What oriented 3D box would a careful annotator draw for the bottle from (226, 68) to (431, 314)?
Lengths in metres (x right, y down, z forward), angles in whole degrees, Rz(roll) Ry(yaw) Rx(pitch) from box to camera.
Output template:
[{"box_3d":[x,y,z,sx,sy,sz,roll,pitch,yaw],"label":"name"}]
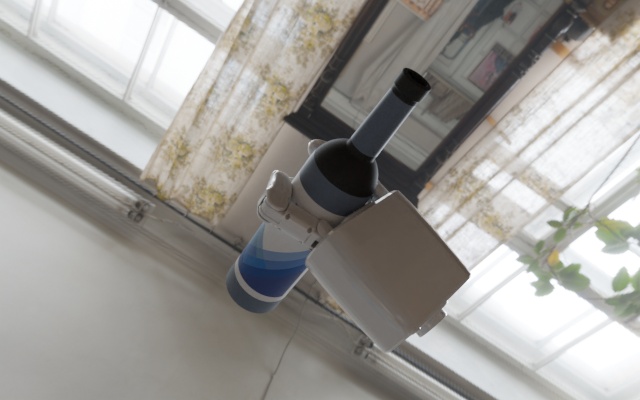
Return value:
[{"box_3d":[0.000,0.002,0.453,0.069,0.069,0.296,0,-41,-43],"label":"bottle"}]
